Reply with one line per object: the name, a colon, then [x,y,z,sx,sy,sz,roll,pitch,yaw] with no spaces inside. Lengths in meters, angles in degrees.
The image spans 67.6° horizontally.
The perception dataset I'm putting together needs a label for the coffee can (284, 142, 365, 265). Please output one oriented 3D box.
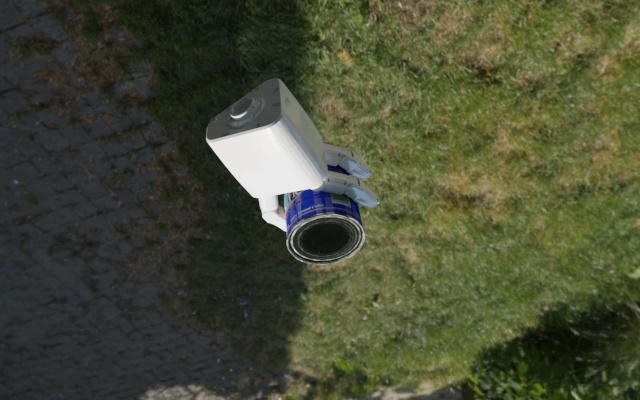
coffee can: [0.000,0.002,0.661,0.103,0.140,0.103,-4,-44,-4]
